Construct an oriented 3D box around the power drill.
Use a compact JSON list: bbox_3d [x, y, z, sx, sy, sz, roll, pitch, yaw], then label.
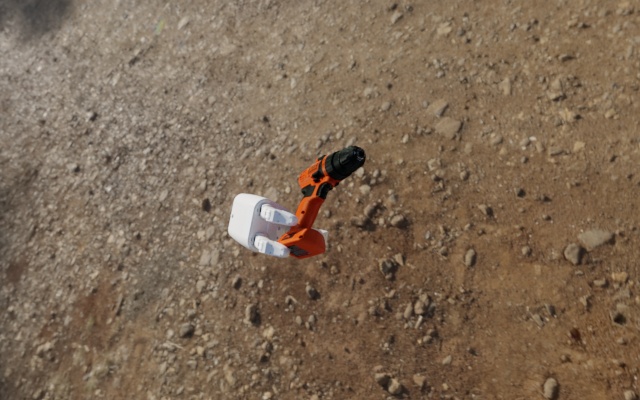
[{"bbox_3d":[0.000,0.003,0.828,0.057,0.187,0.184,31,-27,-19],"label":"power drill"}]
